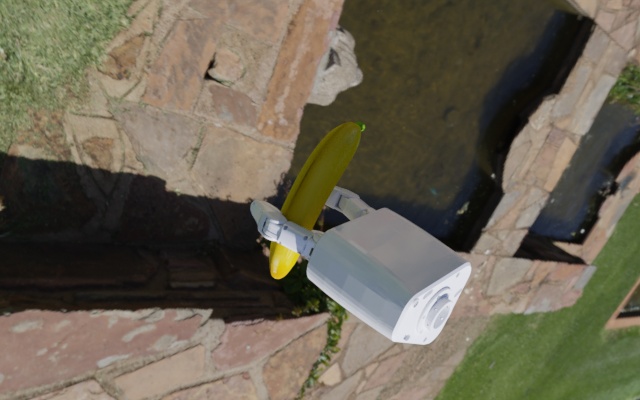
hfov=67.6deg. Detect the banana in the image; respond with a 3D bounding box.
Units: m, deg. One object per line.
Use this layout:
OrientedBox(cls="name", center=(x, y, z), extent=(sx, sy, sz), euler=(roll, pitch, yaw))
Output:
OrientedBox(cls="banana", center=(-0.005, -0.007, 0.497), extent=(0.037, 0.198, 0.070), euler=(28, -6, 26))
